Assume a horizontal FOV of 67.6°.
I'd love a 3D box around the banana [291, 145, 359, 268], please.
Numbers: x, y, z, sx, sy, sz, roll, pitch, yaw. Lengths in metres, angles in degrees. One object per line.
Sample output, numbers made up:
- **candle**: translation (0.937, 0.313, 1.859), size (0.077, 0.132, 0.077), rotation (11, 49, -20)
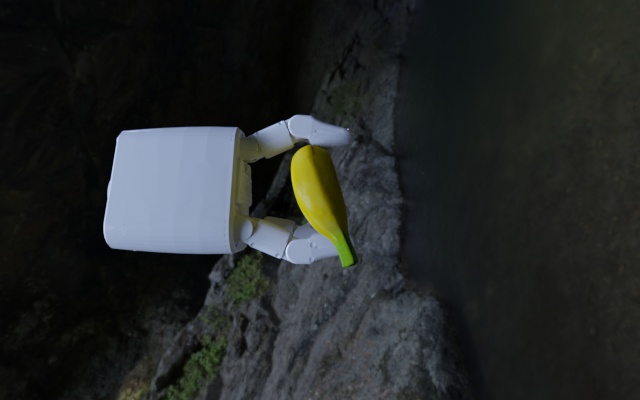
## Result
- **banana**: translation (-0.004, -0.014, 0.415), size (0.037, 0.070, 0.197), rotation (-13, 21, 1)
